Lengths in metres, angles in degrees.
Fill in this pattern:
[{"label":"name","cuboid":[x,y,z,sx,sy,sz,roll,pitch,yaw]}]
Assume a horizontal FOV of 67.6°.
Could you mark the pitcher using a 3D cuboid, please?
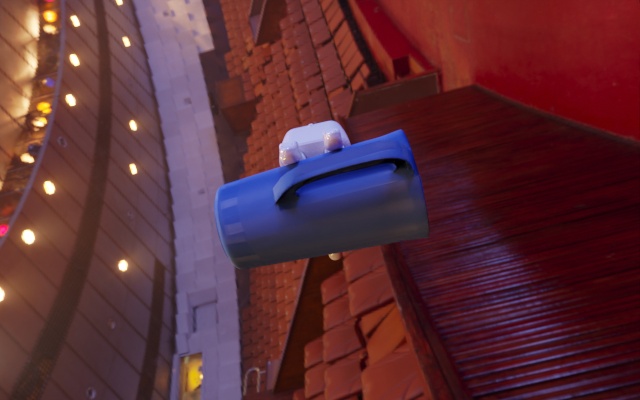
[{"label":"pitcher","cuboid":[0.000,0.002,0.573,0.243,0.149,0.145,-14,23,4]}]
